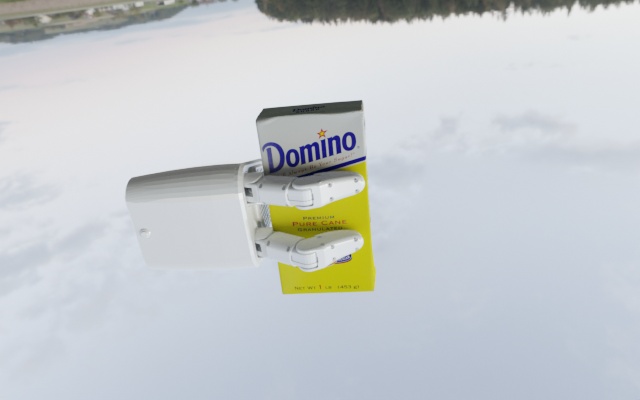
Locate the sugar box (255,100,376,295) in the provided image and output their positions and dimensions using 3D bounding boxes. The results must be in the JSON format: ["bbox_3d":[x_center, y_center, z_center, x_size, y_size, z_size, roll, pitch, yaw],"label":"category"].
[{"bbox_3d":[0.000,0.002,0.440,0.093,0.176,0.048,-4,25,7],"label":"sugar box"}]
